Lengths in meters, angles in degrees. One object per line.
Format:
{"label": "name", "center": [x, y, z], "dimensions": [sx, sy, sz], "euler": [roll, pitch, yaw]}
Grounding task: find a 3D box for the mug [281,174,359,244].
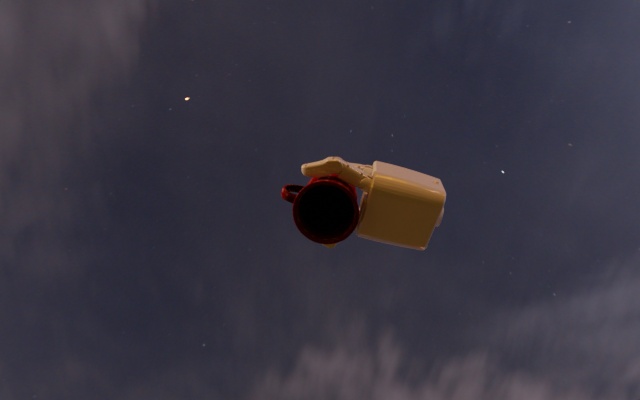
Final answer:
{"label": "mug", "center": [-0.001, 0.002, 0.694], "dimensions": [0.117, 0.093, 0.081], "euler": [16, 19, 2]}
